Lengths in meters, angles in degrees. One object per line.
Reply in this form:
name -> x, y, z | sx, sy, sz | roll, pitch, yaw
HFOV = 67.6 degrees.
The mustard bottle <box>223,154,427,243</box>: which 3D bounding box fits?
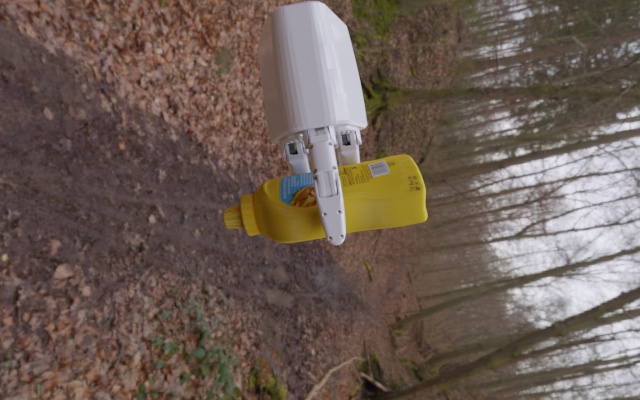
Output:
mustard bottle -> 0.000, 0.002, 0.467 | 0.191, 0.058, 0.096 | -9, 27, 1
